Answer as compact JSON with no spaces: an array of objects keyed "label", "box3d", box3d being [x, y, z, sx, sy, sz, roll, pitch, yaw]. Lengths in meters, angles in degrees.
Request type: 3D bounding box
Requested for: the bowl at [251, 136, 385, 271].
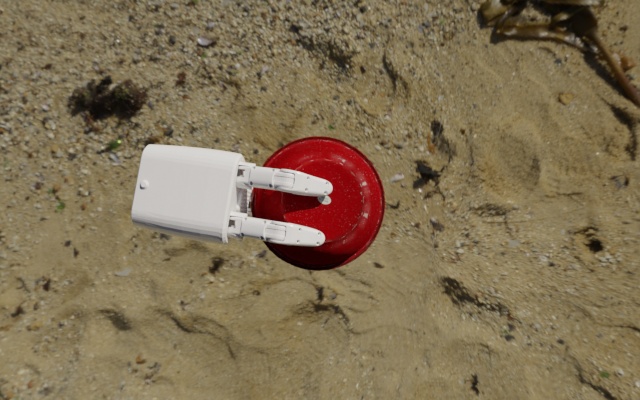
[{"label":"bowl","box3d":[0.001,0.002,0.547,0.162,0.162,0.055,0,-3,-5]}]
